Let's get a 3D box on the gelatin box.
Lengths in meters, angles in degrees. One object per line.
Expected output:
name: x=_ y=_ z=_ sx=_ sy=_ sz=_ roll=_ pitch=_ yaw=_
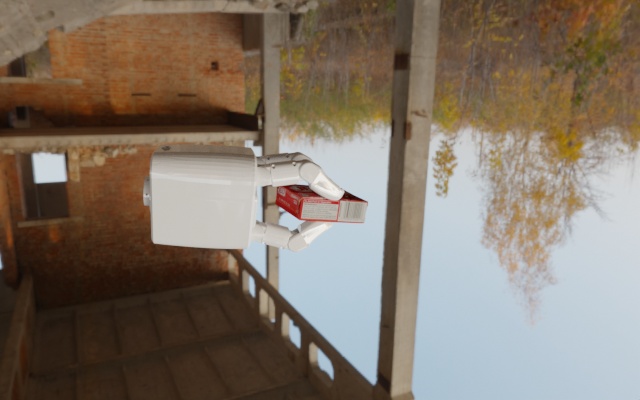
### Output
gelatin box: x=0.000 y=0.002 z=0.568 sx=0.089 sy=0.030 sz=0.073 roll=4 pitch=12 yaw=-26
